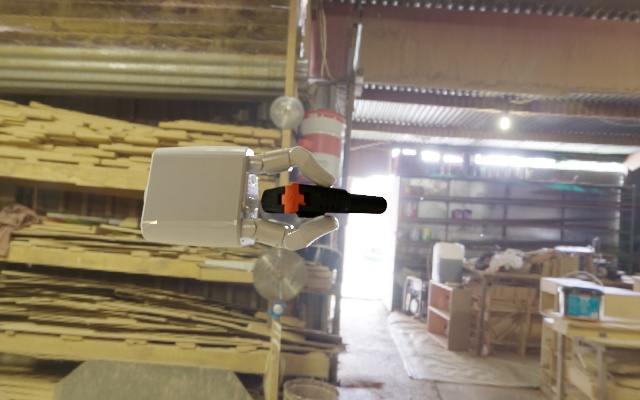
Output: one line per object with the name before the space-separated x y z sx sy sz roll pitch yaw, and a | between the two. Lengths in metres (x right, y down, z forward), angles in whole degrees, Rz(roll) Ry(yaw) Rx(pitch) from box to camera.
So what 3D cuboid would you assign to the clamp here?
clamp | 0.000 0.001 0.536 0.164 0.036 0.210 0 -2 3
